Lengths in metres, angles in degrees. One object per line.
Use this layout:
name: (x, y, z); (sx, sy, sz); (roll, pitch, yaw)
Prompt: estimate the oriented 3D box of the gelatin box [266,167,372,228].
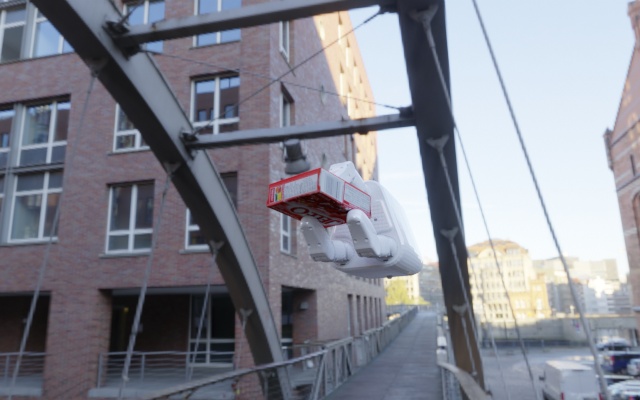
gelatin box: (0.000, 0.001, 0.505); (0.073, 0.030, 0.089); (-15, -28, 37)
